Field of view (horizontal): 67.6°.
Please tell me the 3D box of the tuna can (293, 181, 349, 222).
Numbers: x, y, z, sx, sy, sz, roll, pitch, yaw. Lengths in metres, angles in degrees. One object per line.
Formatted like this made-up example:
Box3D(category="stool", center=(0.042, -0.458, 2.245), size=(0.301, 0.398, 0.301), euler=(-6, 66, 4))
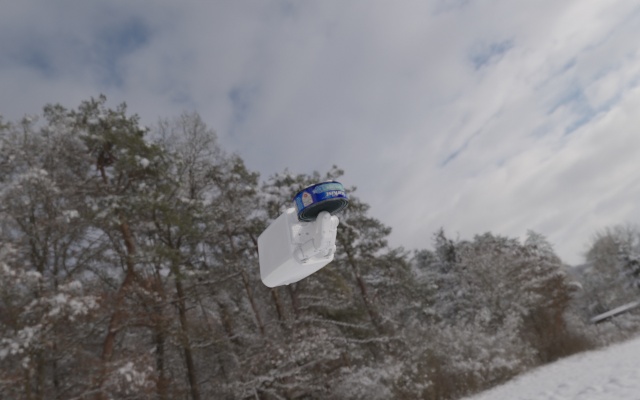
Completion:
Box3D(category="tuna can", center=(0.000, 0.002, 0.760), size=(0.086, 0.033, 0.086), euler=(-17, -19, -6))
